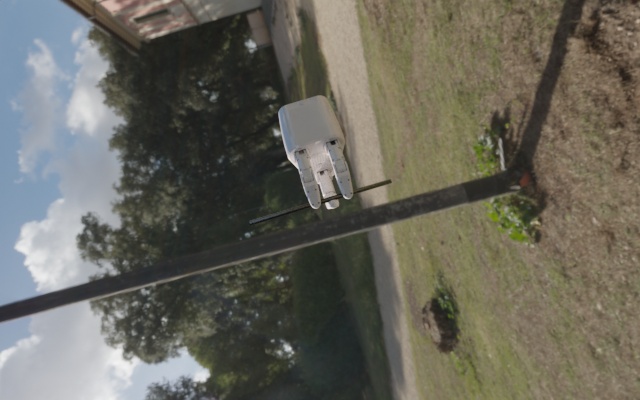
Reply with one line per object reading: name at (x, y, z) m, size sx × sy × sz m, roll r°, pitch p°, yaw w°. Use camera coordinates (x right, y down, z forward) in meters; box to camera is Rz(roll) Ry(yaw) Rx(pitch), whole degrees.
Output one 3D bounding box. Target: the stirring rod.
stirring rod at (0.000, 0.002, 0.780) m, size 0.239 × 0.011 × 0.011 m, roll -17°, pitch 0°, yaw 0°
